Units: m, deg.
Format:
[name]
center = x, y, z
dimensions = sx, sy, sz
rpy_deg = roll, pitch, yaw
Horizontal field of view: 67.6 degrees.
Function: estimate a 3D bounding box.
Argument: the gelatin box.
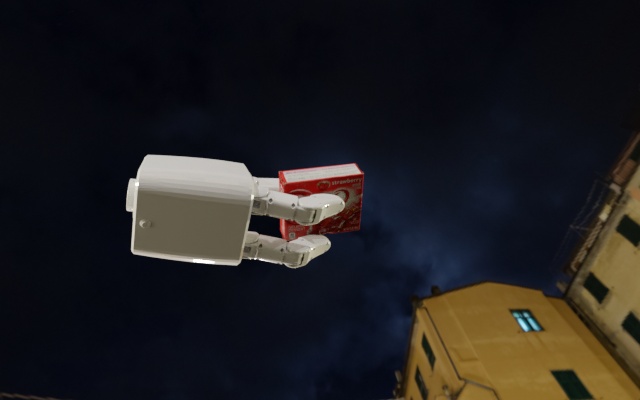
[gelatin box]
center = 0.000, 0.001, 0.521
dimensions = 0.089, 0.073, 0.030
rpy_deg = -7, 33, -14
